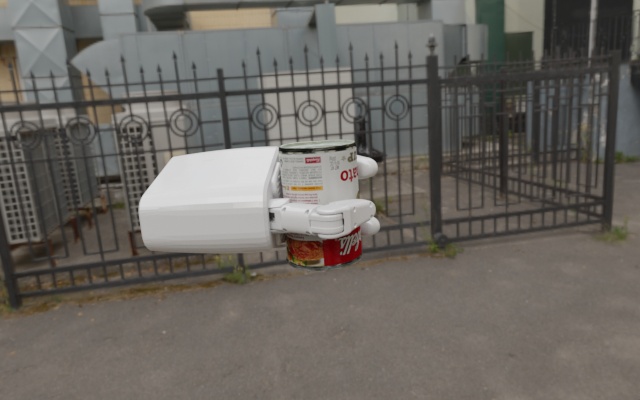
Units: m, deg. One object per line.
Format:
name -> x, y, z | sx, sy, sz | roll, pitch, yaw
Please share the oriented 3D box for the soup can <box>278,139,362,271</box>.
soup can -> 0.001, 0.001, 0.415 | 0.068, 0.102, 0.068 | -4, 12, 1
